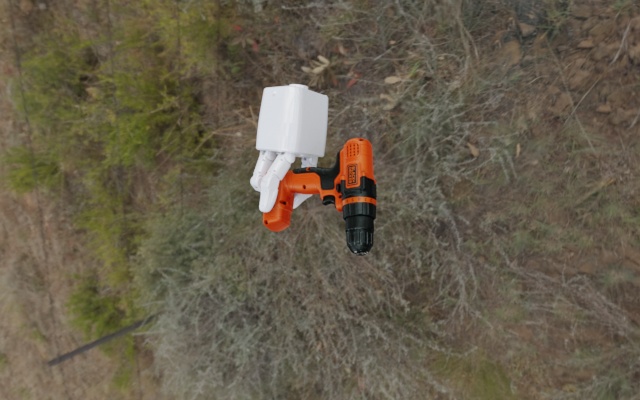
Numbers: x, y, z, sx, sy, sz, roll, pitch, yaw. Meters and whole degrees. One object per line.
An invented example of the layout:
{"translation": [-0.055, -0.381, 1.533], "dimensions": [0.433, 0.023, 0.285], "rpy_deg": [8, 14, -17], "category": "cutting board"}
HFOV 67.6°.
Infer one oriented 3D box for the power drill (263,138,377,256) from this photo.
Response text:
{"translation": [0.000, 0.002, 0.760], "dimensions": [0.187, 0.184, 0.057], "rpy_deg": [-8, -21, 26], "category": "power drill"}
